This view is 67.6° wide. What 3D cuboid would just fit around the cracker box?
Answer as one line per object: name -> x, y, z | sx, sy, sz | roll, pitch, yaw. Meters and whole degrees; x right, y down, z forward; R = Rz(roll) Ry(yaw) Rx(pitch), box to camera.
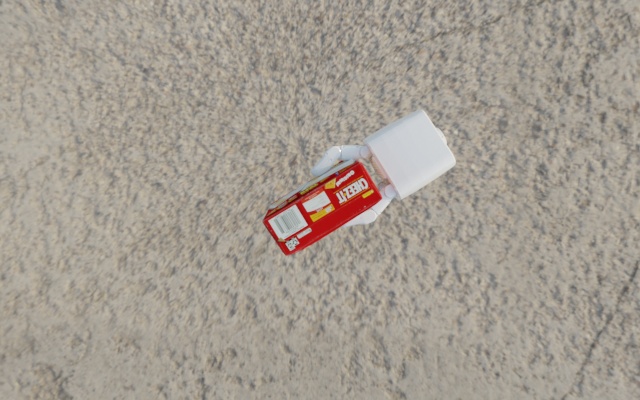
cracker box -> 0.000, 0.002, 0.770 | 0.164, 0.072, 0.213 | -31, 6, 1
